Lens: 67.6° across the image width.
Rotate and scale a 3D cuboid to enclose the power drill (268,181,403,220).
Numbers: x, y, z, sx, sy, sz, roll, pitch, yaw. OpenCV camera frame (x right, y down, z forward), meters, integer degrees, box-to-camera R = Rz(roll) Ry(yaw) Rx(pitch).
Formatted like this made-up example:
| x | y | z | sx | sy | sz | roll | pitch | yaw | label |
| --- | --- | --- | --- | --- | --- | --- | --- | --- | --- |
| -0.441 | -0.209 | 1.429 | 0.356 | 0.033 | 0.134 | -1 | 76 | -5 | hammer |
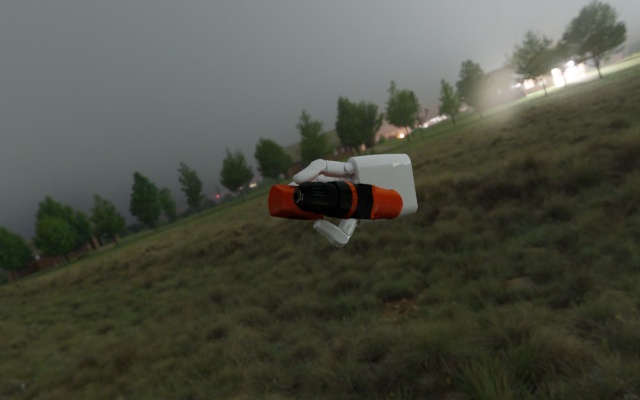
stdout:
| x | y | z | sx | sy | sz | roll | pitch | yaw | label |
| --- | --- | --- | --- | --- | --- | --- | --- | --- | --- |
| 0.000 | 0.002 | 0.716 | 0.184 | 0.057 | 0.187 | 7 | -4 | -37 | power drill |
